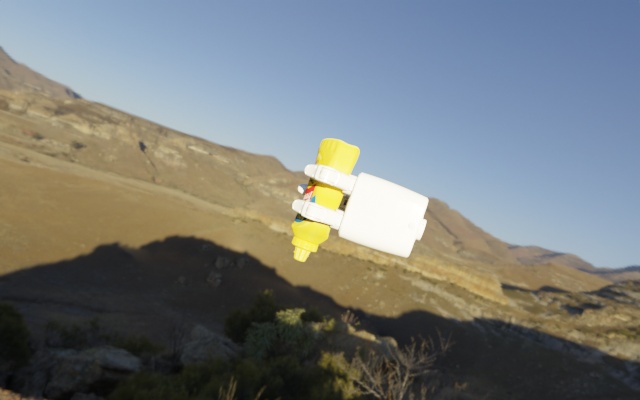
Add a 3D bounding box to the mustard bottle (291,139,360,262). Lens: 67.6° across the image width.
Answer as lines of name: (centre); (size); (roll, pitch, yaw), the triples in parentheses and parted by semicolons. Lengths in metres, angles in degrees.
mustard bottle: (0.000, 0.002, 0.739); (0.058, 0.191, 0.096); (20, 0, -17)
